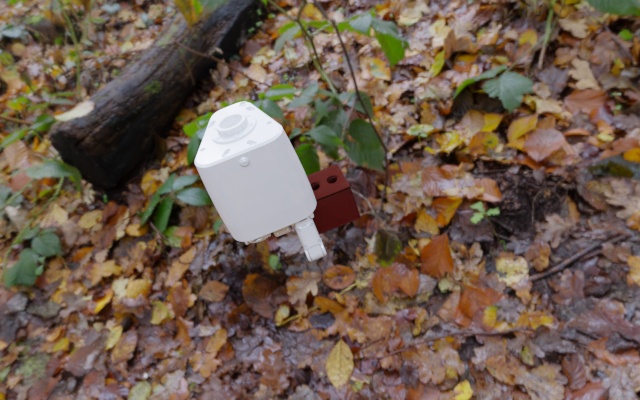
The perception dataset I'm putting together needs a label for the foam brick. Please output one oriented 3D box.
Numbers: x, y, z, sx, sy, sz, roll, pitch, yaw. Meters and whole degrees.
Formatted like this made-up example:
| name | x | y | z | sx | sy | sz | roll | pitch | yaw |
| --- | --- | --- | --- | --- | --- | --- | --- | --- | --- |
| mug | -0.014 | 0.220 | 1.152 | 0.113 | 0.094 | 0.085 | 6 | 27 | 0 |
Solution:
| name | x | y | z | sx | sy | sz | roll | pitch | yaw |
| --- | --- | --- | --- | --- | --- | --- | --- | --- | --- |
| foam brick | 0.000 | 0.002 | 0.570 | 0.078 | 0.051 | 0.053 | -22 | 37 | -1 |
